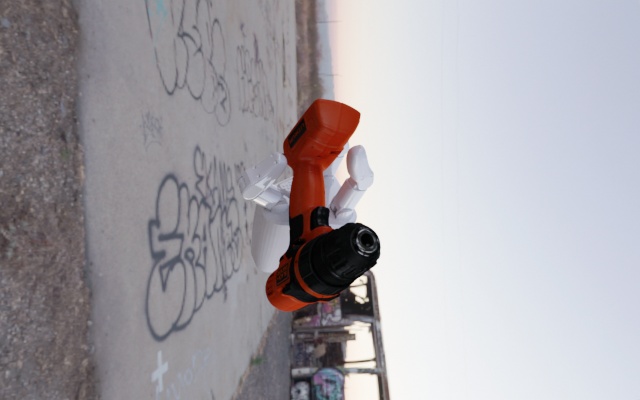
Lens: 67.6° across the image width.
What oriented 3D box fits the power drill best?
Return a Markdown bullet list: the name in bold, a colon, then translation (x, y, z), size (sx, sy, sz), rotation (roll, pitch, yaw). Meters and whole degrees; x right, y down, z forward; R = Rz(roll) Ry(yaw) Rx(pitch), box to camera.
- **power drill**: translation (0.000, 0.001, 0.451), size (0.057, 0.187, 0.184), rotation (16, -28, -21)
